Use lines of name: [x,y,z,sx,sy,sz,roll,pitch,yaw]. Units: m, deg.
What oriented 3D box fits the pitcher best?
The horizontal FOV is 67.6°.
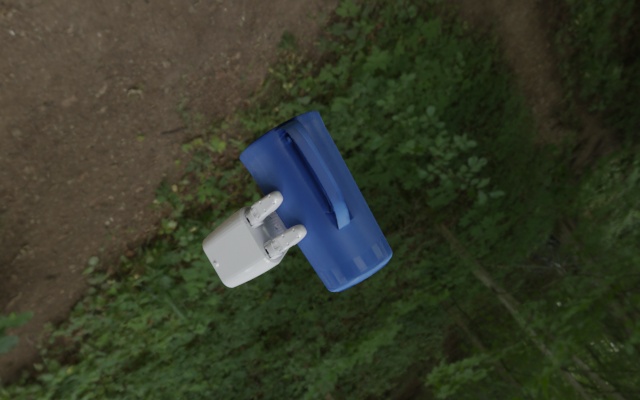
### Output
pitcher: [0.000,0.002,0.680,0.145,0.243,0.149,-33,-3,30]
